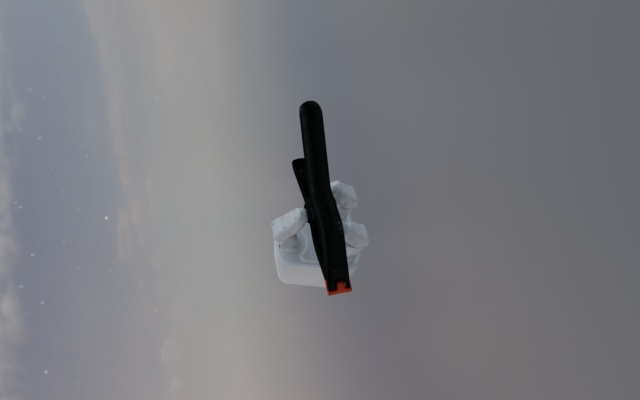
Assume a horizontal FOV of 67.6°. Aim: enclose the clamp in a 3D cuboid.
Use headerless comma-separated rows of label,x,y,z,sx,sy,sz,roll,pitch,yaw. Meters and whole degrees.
clamp,-0.001,0.003,0.555,0.036,0.210,0.165,-10,-24,-9
